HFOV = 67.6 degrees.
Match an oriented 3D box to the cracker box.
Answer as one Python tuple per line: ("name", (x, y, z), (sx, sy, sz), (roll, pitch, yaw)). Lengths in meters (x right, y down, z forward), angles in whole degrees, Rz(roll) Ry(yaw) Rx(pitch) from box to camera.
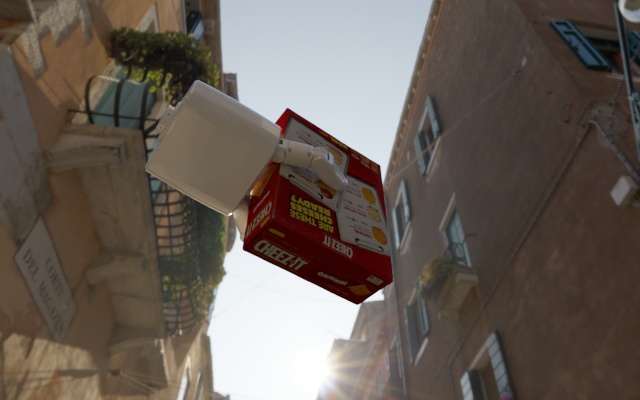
("cracker box", (0.000, 0.002, 0.595), (0.164, 0.213, 0.072), (29, -53, -22))
